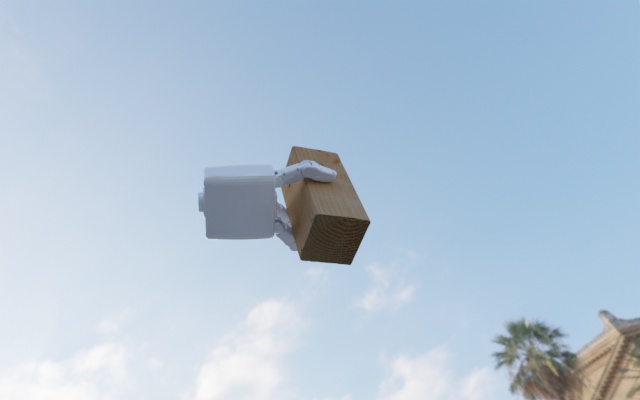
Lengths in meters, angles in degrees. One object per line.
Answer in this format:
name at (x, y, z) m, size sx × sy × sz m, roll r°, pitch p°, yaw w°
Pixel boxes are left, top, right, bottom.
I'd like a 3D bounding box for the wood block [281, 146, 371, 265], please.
wood block at (0.000, 0.002, 0.793) m, size 0.090 × 0.091 × 0.206 m, roll 8°, pitch 32°, yaw -20°
